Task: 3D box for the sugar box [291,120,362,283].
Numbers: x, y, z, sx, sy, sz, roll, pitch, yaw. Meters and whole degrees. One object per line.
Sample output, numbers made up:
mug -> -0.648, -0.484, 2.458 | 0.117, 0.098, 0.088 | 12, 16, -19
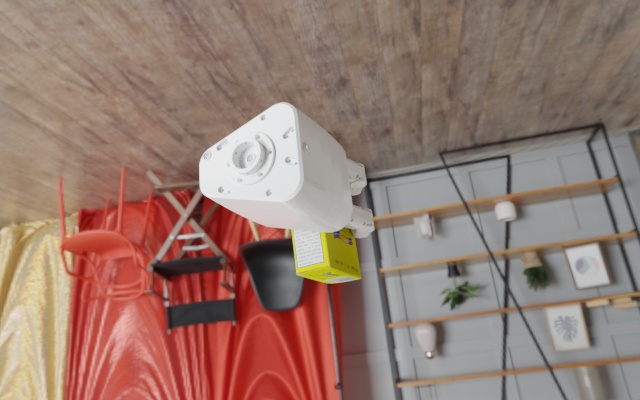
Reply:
sugar box -> 0.001, 0.002, 0.545 | 0.048, 0.176, 0.093 | -14, -21, 21
